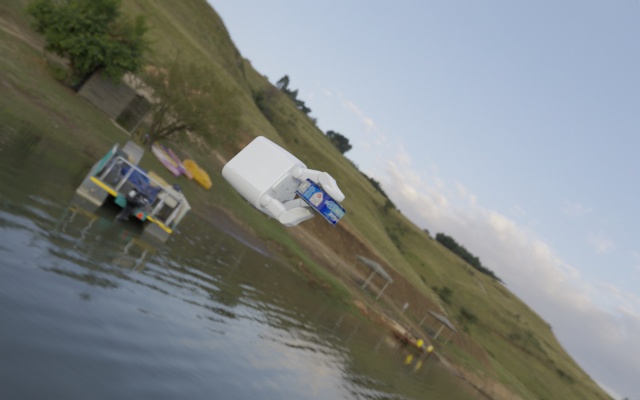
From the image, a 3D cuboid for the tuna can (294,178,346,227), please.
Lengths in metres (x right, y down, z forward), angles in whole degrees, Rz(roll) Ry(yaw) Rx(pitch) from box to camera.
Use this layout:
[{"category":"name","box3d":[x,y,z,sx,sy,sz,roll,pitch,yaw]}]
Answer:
[{"category":"tuna can","box3d":[0.001,0.002,0.775,0.086,0.034,0.086,41,-2,2]}]
